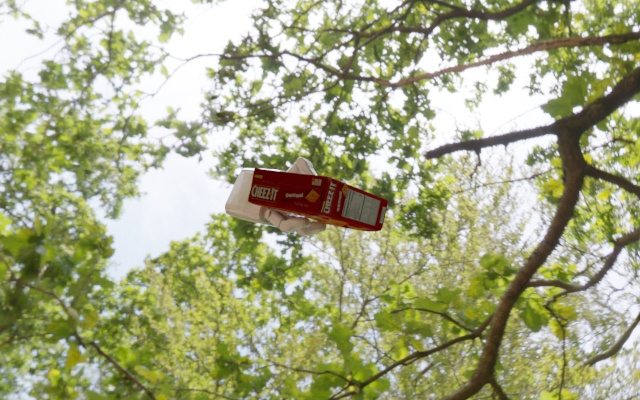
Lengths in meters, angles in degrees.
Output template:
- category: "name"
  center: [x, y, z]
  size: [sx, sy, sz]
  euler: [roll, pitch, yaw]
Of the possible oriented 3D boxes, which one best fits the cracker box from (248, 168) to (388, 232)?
- category: "cracker box"
  center: [0.000, 0.003, 0.878]
  size: [0.164, 0.072, 0.214]
  euler: [9, -5, 36]
